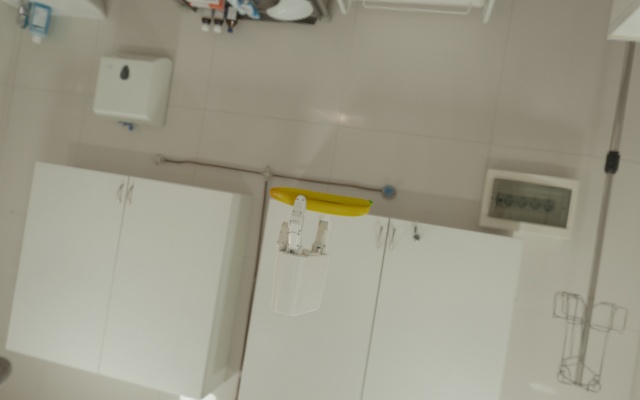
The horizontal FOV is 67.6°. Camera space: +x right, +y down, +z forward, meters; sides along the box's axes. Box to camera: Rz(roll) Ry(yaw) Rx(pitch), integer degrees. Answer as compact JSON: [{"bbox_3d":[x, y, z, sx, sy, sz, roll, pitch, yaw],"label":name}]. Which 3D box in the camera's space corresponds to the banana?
[{"bbox_3d":[0.007,0.004,0.860,0.198,0.037,0.069,9,1,-12],"label":"banana"}]
